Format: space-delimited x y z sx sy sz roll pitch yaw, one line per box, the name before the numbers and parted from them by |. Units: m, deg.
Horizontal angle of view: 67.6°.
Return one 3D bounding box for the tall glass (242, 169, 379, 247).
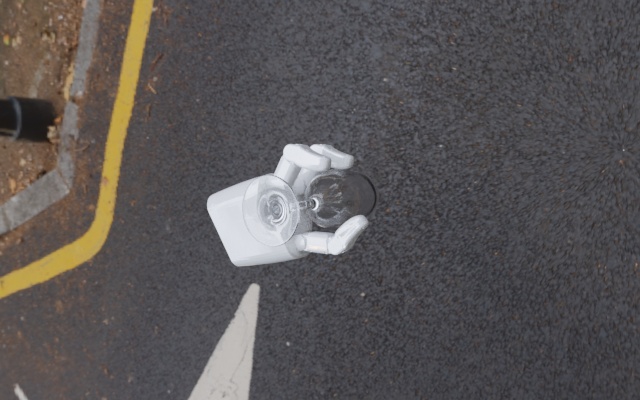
tall glass | 0.000 0.002 0.573 0.079 0.079 0.201 0 5 33
